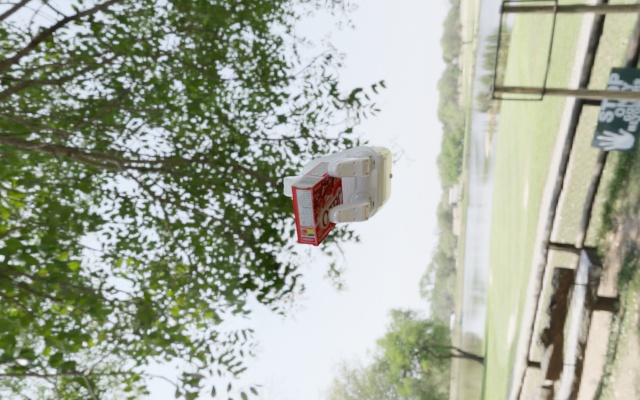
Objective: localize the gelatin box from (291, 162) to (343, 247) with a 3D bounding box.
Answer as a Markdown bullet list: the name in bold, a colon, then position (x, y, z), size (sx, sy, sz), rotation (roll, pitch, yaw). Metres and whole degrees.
- **gelatin box**: position (0.000, 0.002, 0.567), size (0.030, 0.073, 0.089), rotation (5, 24, 23)
